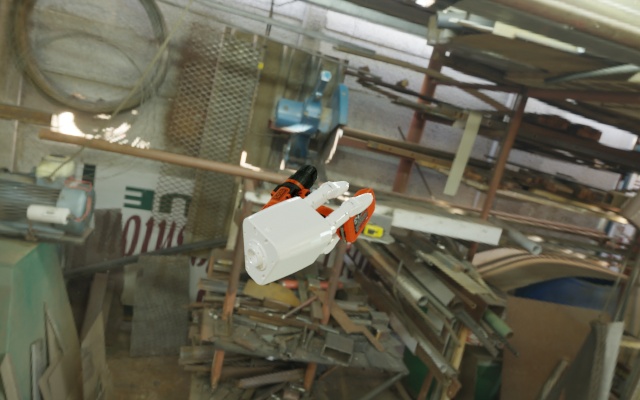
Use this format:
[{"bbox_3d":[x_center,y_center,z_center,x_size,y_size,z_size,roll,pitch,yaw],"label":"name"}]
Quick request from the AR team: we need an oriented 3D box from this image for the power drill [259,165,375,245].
[{"bbox_3d":[0.000,0.003,0.868,0.187,0.057,0.184,9,43,29],"label":"power drill"}]
